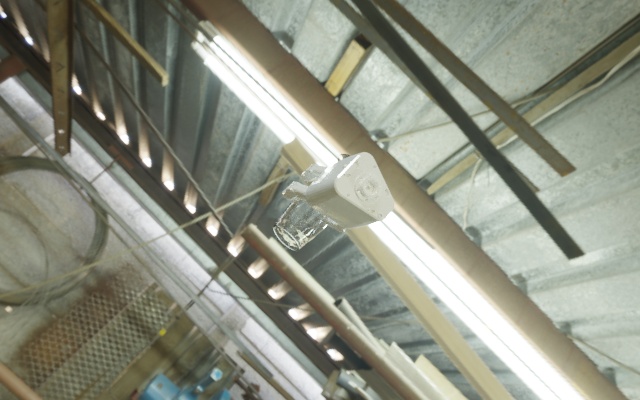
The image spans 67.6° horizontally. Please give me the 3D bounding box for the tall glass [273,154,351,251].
[{"bbox_3d":[0.001,0.003,0.890,0.201,0.079,0.079,-46,23,-24],"label":"tall glass"}]
